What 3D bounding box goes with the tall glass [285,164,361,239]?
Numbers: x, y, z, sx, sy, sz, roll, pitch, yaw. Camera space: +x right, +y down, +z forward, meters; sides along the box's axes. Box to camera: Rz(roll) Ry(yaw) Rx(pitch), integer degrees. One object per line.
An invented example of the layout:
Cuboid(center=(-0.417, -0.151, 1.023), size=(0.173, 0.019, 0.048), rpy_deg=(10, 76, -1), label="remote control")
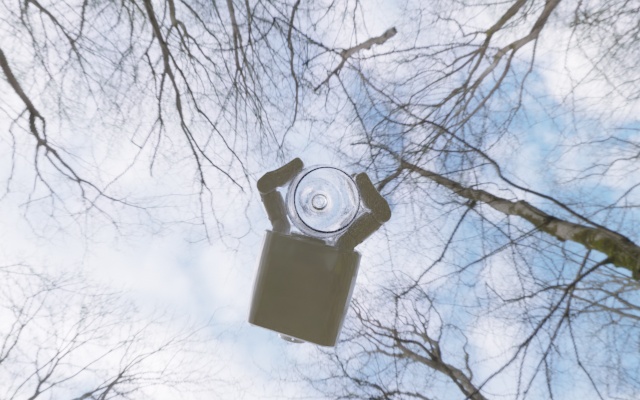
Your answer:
Cuboid(center=(0.000, 0.002, 0.535), size=(0.079, 0.079, 0.201), rpy_deg=(0, -2, -3), label="tall glass")
